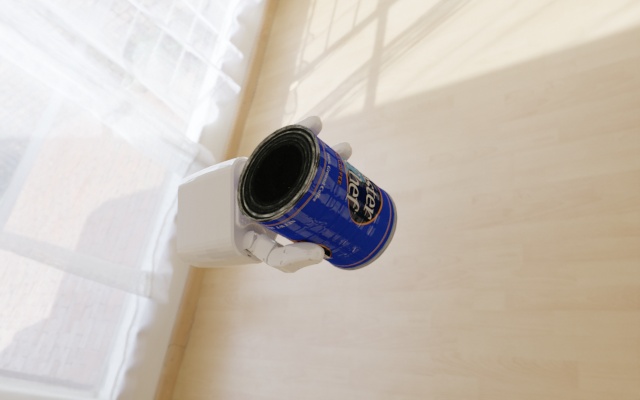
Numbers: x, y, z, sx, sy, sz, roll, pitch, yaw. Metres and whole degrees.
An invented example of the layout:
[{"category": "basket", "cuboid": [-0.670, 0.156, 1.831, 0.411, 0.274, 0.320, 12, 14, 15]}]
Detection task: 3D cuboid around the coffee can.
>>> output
[{"category": "coffee can", "cuboid": [0.000, 0.002, 0.492, 0.103, 0.102, 0.140, 0, -25, 42]}]
